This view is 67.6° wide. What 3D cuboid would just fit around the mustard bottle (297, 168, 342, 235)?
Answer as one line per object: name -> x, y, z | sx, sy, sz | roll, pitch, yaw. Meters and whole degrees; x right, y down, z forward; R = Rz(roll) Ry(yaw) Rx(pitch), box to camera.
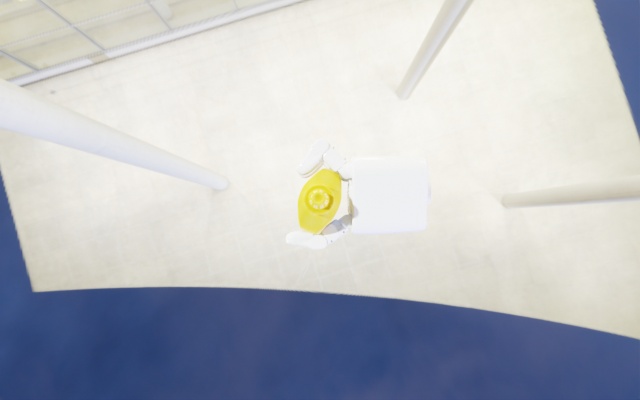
mustard bottle -> 0.000, 0.002, 0.704 | 0.058, 0.096, 0.191 | 24, -2, 2
